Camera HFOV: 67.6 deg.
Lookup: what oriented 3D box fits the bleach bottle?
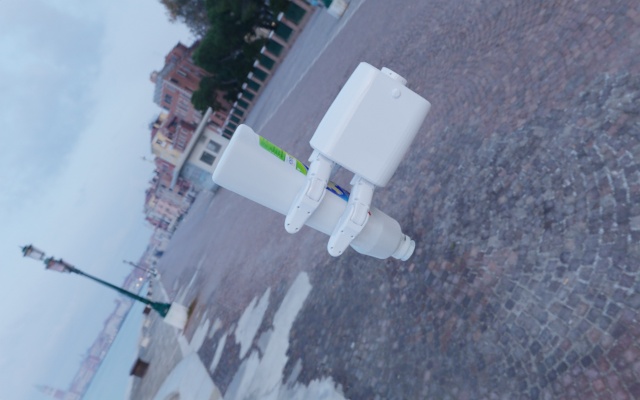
[{"bbox_3d":[0.000,0.002,0.569,0.251,0.068,0.102,28,12,-14],"label":"bleach bottle"}]
